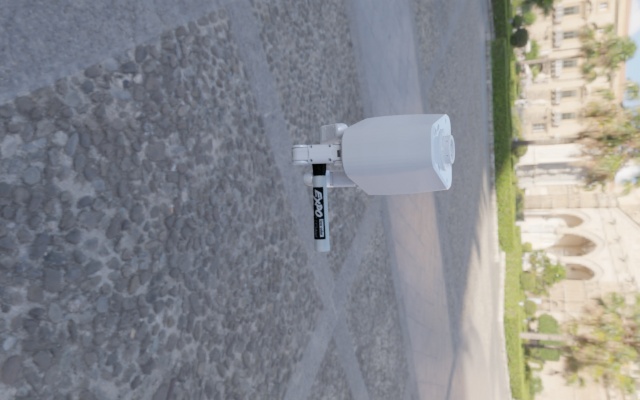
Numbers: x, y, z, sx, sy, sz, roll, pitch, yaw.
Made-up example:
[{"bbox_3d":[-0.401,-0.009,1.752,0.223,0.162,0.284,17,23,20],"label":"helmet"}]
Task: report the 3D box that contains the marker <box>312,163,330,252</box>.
[{"bbox_3d":[0.000,0.002,0.587,0.020,0.121,0.020,-2,2,0],"label":"marker"}]
